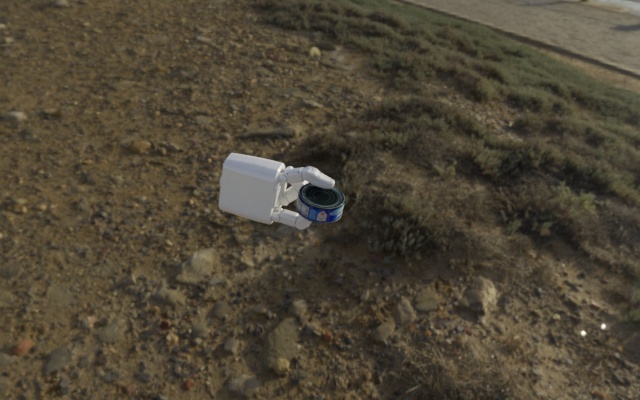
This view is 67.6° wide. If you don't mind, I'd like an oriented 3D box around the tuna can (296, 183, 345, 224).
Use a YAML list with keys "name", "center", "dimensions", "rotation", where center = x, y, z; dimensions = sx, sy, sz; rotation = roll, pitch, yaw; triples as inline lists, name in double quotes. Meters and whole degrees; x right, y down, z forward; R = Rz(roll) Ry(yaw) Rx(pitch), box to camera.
- name: "tuna can"
  center: [0.000, 0.002, 0.856]
  dimensions: [0.086, 0.034, 0.086]
  rotation: [8, 35, -6]
